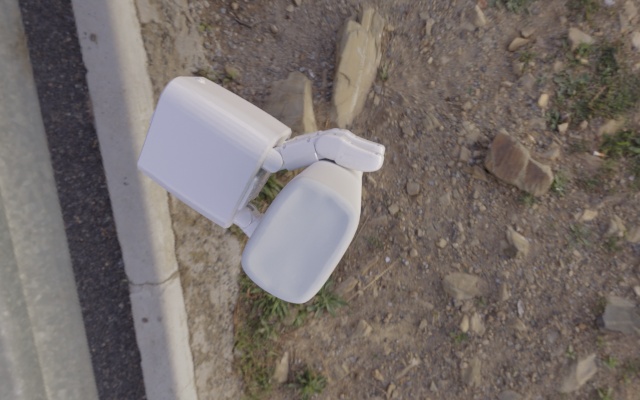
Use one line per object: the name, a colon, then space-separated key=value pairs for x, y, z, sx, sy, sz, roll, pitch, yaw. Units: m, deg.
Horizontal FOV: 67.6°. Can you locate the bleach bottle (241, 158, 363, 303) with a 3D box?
bleach bottle: x=0.000 y=0.002 z=0.475 sx=0.068 sy=0.102 sz=0.250 roll=33 pitch=15 yaw=-1
